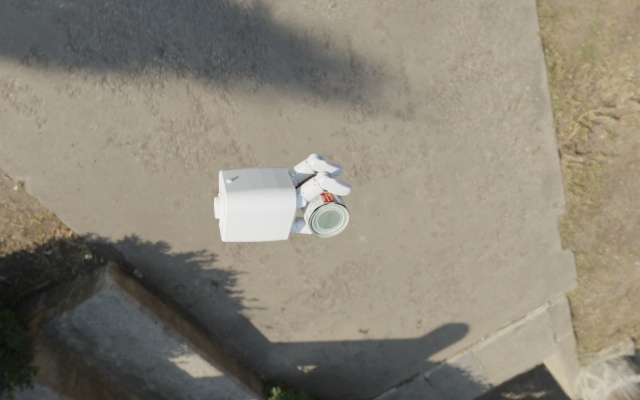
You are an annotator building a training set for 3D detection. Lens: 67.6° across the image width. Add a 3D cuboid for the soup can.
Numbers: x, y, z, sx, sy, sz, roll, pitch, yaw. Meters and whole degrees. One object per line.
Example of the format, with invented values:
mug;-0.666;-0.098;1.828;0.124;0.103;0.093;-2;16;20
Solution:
soup can;0.001;0.003;0.763;0.068;0.068;0.102;0;35;-19
